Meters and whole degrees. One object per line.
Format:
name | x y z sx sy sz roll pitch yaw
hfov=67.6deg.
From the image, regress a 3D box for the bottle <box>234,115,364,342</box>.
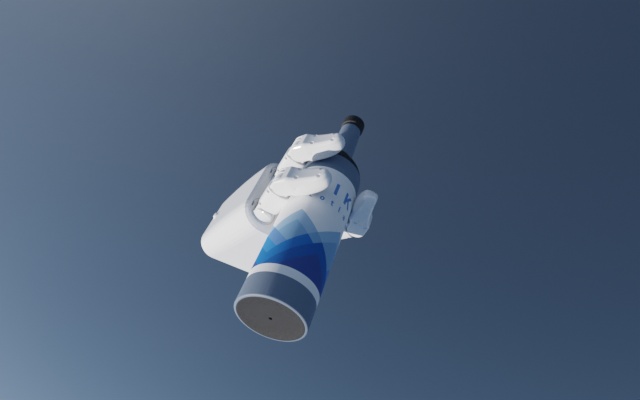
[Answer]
bottle | 0.000 0.002 0.500 0.069 0.069 0.295 0 42 23
